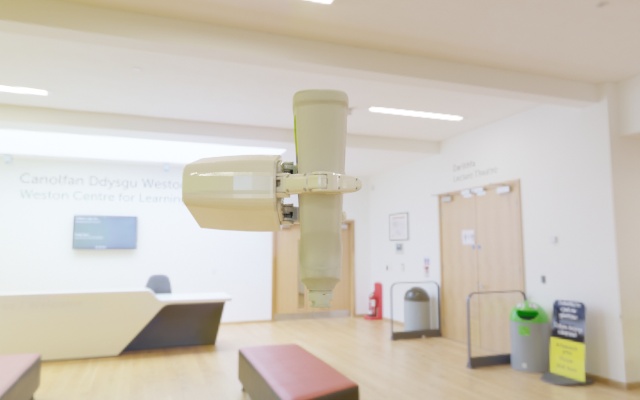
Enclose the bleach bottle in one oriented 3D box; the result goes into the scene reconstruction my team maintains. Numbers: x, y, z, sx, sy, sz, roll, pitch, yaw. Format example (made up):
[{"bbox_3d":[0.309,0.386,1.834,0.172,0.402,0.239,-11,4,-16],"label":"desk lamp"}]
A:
[{"bbox_3d":[0.000,0.002,0.578,0.068,0.251,0.102,0,-6,0],"label":"bleach bottle"}]
